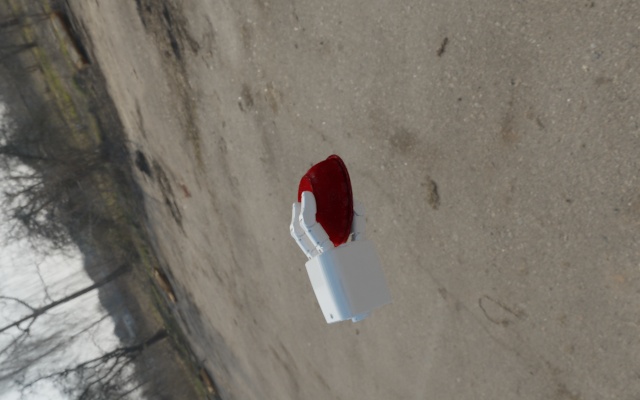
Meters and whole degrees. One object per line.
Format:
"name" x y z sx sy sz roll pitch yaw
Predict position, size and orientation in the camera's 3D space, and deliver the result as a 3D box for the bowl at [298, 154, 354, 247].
"bowl" -0.001 0.002 0.811 0.055 0.162 0.162 -3 1 -19
